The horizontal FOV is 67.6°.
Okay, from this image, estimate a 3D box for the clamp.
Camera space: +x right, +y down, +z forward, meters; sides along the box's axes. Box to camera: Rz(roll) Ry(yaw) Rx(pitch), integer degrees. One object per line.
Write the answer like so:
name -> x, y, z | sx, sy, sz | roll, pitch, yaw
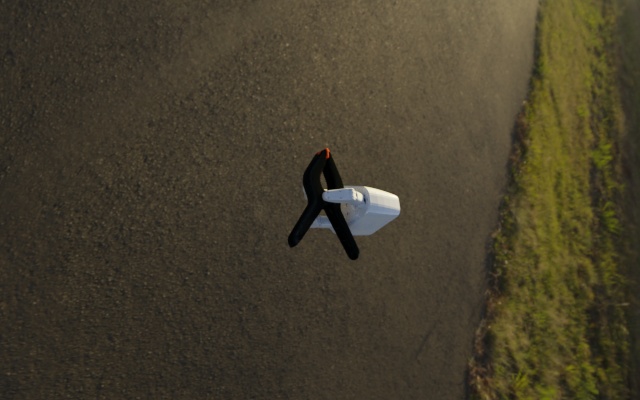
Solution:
clamp -> 0.001, 0.002, 0.869 | 0.164, 0.210, 0.036 | 9, -21, -44
